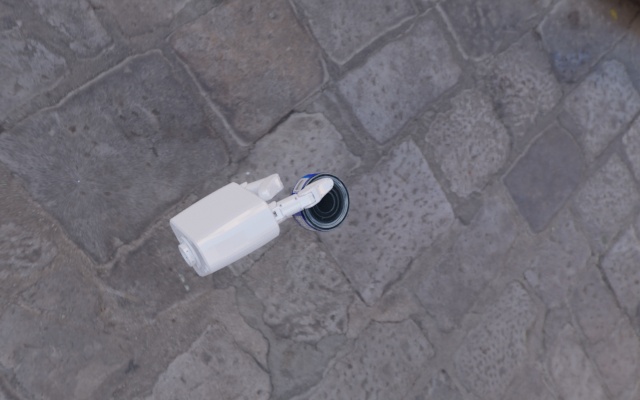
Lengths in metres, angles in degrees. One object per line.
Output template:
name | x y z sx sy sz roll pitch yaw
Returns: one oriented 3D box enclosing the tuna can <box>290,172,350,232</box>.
tuna can | 0.000 0.002 0.689 0.086 0.086 0.034 0 0 -32
